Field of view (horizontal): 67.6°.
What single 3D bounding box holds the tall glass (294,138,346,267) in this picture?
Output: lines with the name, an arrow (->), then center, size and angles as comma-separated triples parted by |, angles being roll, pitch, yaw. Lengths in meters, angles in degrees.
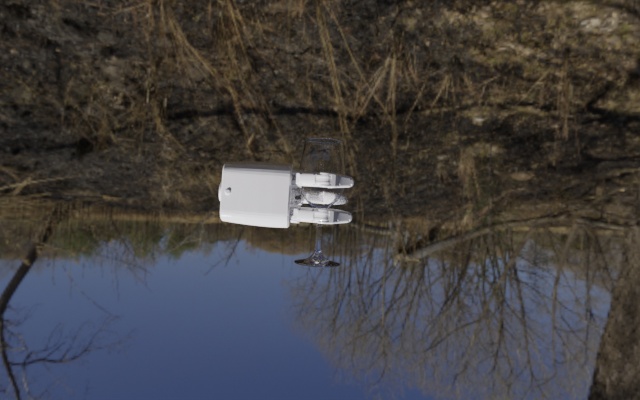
tall glass -> 0.000, 0.003, 0.770 | 0.079, 0.201, 0.079 | 4, 0, 0
